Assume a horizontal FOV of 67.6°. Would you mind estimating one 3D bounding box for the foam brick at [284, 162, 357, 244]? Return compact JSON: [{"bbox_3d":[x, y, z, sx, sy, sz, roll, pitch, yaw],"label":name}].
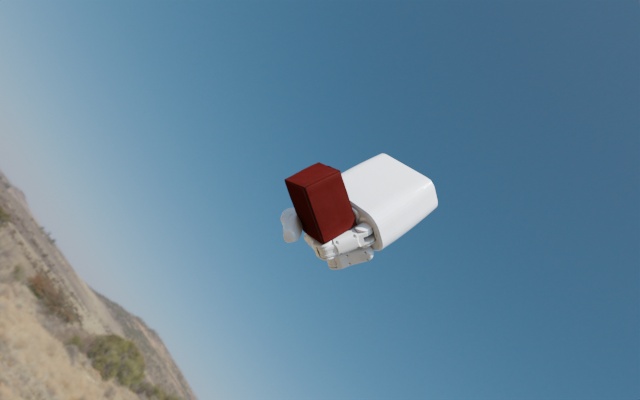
[{"bbox_3d":[0.000,0.002,0.569,0.051,0.078,0.053,-29,28,-20],"label":"foam brick"}]
